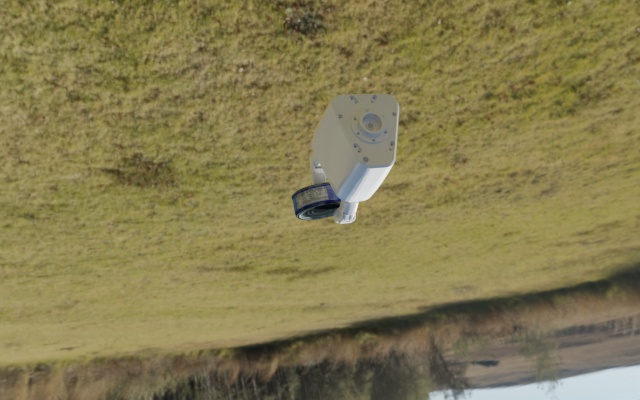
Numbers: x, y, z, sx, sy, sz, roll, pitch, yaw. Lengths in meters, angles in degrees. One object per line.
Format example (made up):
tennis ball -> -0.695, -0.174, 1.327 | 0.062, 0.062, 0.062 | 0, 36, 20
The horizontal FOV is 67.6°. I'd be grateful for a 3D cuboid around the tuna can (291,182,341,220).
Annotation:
tuna can -> 0.000, 0.003, 0.739 | 0.086, 0.033, 0.086 | -11, -16, -3
